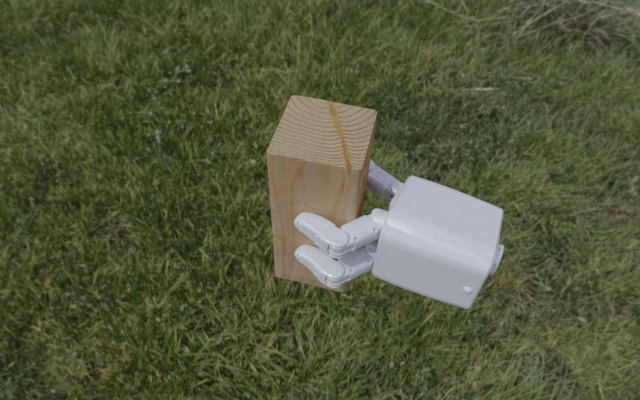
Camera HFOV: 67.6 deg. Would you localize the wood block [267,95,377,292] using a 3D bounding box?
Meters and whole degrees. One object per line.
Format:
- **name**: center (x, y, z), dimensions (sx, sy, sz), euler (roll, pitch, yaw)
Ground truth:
- **wood block**: center (0.001, 0.001, 0.523), dimensions (0.090, 0.090, 0.206), euler (12, -41, 7)
